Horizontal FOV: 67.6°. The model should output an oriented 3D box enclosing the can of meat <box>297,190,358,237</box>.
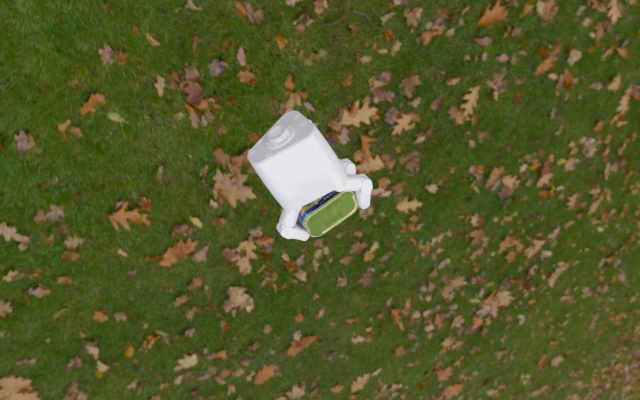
[{"bbox_3d":[0.000,0.003,0.793,0.102,0.057,0.084,-35,40,-6],"label":"can of meat"}]
